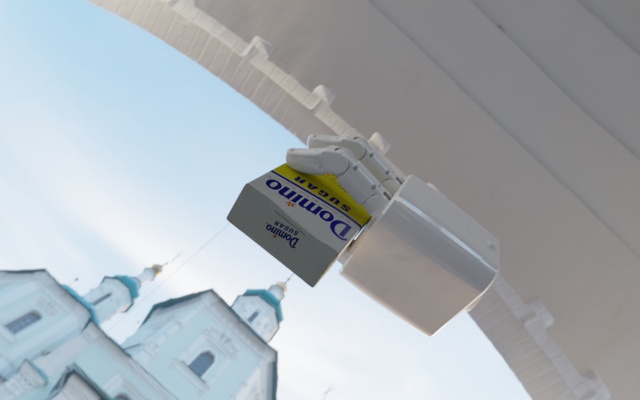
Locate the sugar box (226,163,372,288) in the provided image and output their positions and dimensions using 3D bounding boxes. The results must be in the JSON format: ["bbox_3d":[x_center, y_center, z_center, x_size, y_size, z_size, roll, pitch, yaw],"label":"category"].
[{"bbox_3d":[0.001,0.001,0.444,0.093,0.048,0.176,37,25,6],"label":"sugar box"}]
